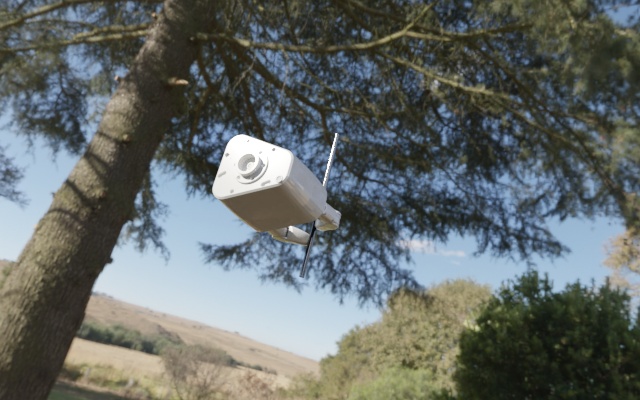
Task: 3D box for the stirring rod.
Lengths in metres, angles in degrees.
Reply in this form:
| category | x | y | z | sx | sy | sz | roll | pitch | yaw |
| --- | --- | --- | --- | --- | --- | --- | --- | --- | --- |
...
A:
| category | x | y | z | sx | sy | sz | roll | pitch | yaw |
| --- | --- | --- | --- | --- | --- | --- | --- | --- | --- |
| stirring rod | 0.000 | 0.002 | 0.737 | 0.011 | 0.239 | 0.011 | 12 | -20 | 5 |
